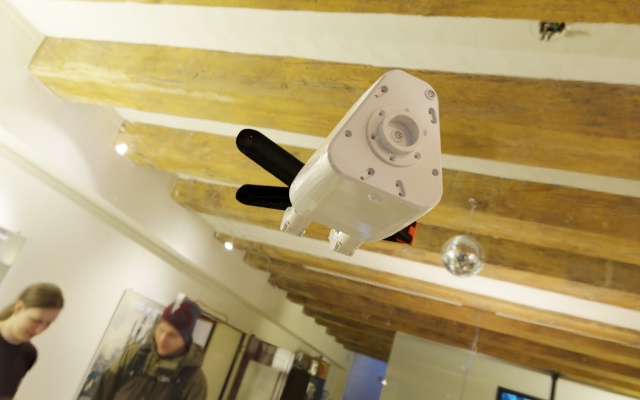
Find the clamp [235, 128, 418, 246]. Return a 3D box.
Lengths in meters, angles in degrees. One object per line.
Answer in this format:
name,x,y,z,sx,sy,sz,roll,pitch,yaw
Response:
clamp,0.001,0.001,0.515,0.210,0.036,0.164,23,-20,-9
